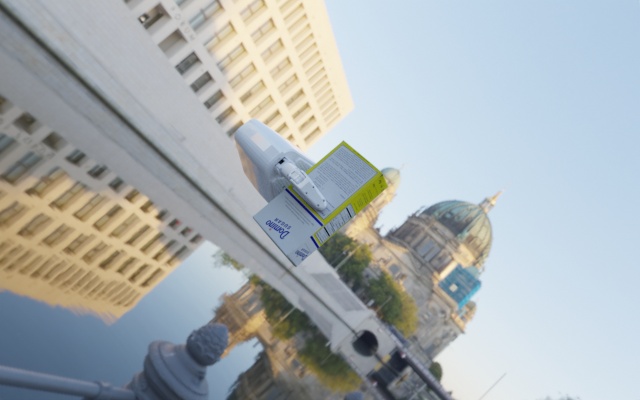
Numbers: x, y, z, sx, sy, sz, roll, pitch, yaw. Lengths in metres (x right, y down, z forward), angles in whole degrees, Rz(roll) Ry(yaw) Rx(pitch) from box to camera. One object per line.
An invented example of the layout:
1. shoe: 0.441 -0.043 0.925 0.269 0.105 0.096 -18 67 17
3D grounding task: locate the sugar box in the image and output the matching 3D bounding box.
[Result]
1. sugar box: 0.000 0.002 0.681 0.093 0.176 0.048 45 -7 36
